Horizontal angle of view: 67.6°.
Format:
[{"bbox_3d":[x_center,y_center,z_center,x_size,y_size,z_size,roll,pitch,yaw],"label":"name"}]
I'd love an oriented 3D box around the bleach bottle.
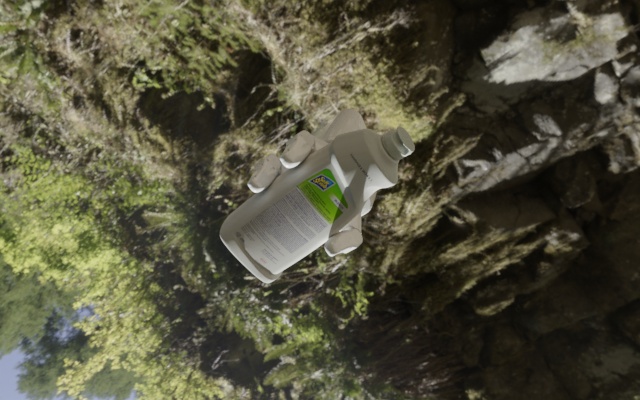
[{"bbox_3d":[0.000,0.002,0.539,0.251,0.102,0.068,-32,20,32],"label":"bleach bottle"}]
